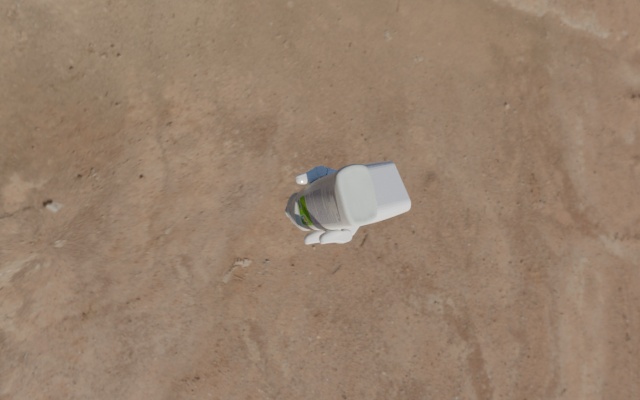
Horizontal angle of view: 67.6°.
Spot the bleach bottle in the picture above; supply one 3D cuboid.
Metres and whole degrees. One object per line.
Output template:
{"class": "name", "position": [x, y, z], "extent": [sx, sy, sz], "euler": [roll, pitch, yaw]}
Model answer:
{"class": "bleach bottle", "position": [0.000, 0.003, 0.859], "extent": [0.068, 0.102, 0.251], "euler": [-14, 2, -30]}
